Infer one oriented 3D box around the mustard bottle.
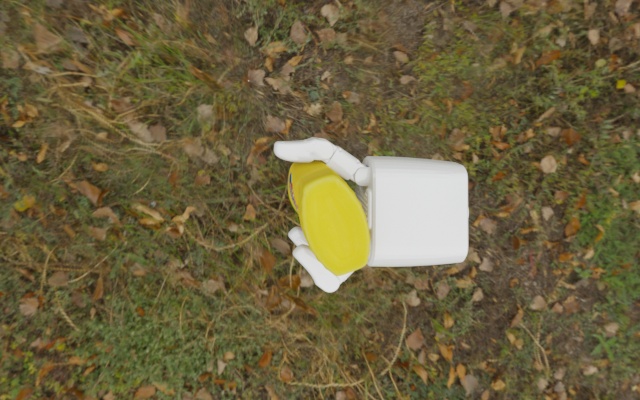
[{"bbox_3d":[0.000,0.002,0.510,0.058,0.096,0.191,-23,16,-3],"label":"mustard bottle"}]
